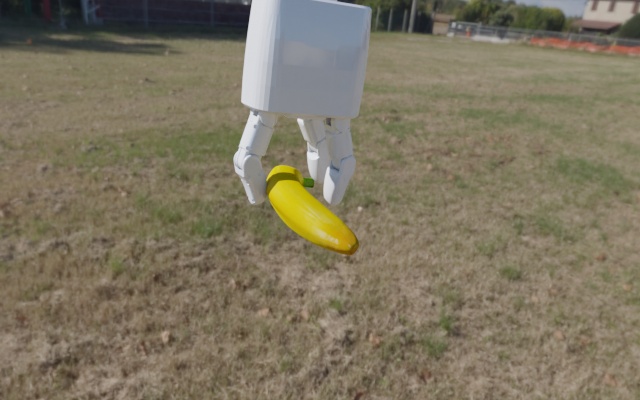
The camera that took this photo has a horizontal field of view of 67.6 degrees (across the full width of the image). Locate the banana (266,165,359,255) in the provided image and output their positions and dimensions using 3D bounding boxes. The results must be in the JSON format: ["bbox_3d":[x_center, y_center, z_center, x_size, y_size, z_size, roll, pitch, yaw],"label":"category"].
[{"bbox_3d":[-0.019,-0.001,0.483,0.069,0.037,0.197,5,20,-15],"label":"banana"}]
